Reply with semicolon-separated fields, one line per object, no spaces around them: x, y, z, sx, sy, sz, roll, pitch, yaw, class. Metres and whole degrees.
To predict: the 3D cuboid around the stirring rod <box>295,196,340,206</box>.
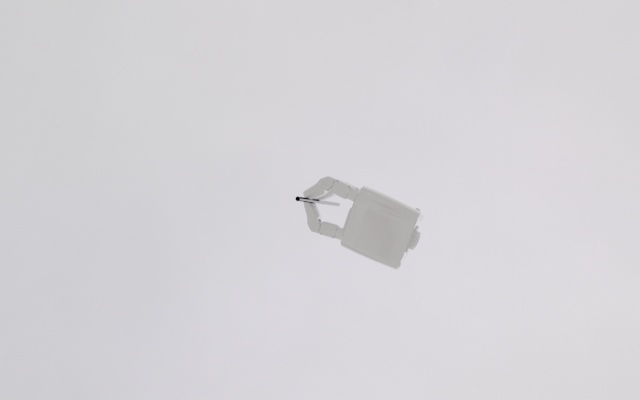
0.000;0.003;0.874;0.011;0.011;0.239;0;-3;18;stirring rod
